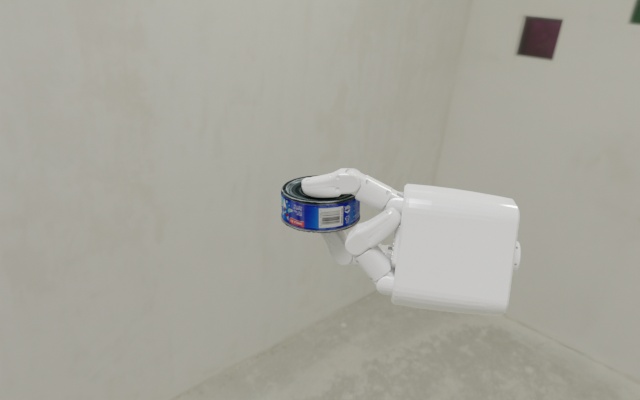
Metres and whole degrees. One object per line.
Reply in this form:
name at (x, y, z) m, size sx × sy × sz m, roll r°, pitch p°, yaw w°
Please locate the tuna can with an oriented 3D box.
tuna can at (0.000, 0.001, 0.509) m, size 0.086 × 0.034 × 0.086 m, roll 0°, pitch 22°, yaw 0°
